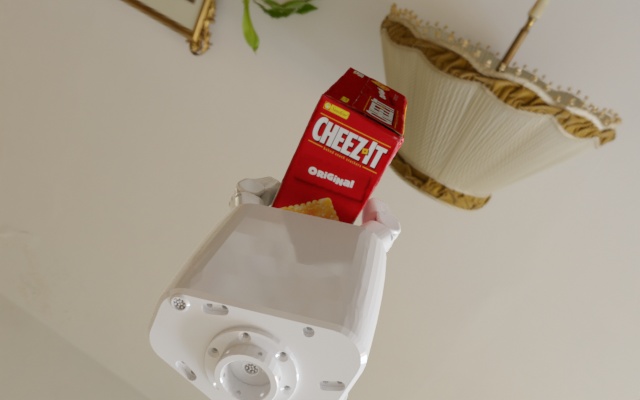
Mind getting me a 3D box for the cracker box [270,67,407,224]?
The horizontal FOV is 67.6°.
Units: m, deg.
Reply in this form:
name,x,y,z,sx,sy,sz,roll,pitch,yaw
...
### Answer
name,x,y,z,sx,sy,sz,roll,pitch,yaw
cracker box,0.000,0.001,0.430,0.072,0.214,0.164,27,24,-1
